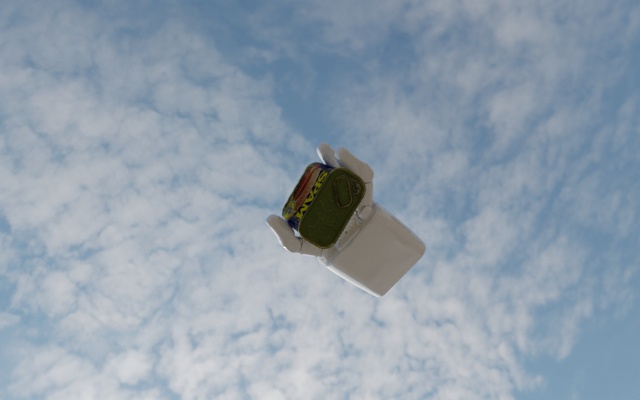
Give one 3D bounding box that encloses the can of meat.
[{"bbox_3d":[0.000,0.002,0.622,0.057,0.102,0.084,32,-2,-25],"label":"can of meat"}]
